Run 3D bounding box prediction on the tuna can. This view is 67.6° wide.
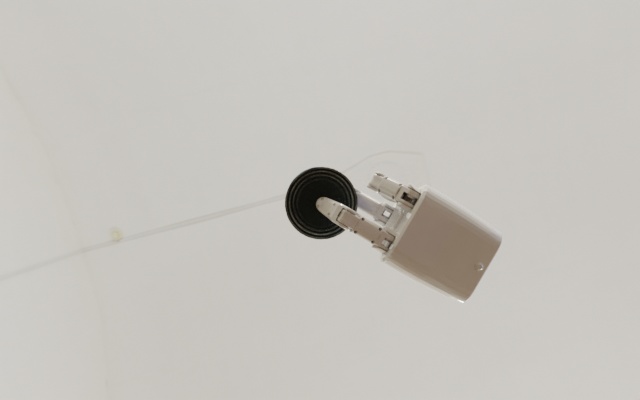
[{"bbox_3d":[0.000,0.002,0.575,0.086,0.086,0.033,0,6,-4],"label":"tuna can"}]
